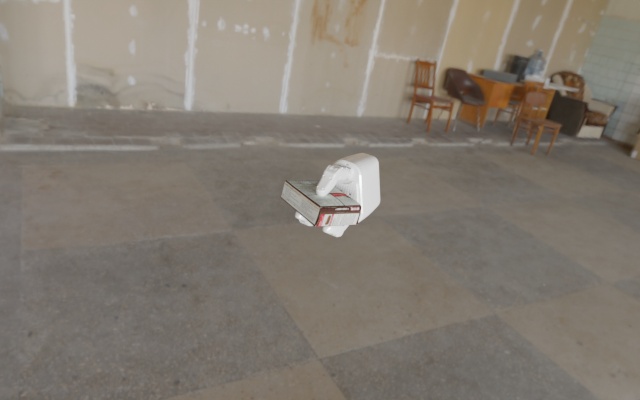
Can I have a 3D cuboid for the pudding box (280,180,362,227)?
[{"bbox_3d":[0.000,0.002,0.795,0.090,0.039,0.113,-2,24,-37],"label":"pudding box"}]
